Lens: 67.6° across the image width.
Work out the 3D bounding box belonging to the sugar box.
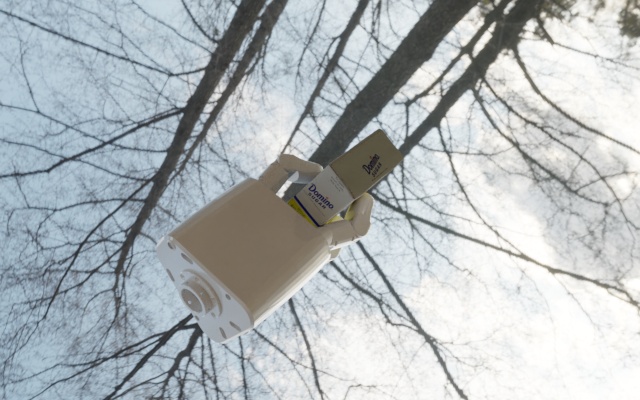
[{"bbox_3d":[0.000,0.002,0.502,0.093,0.048,0.176,-38,1,-42],"label":"sugar box"}]
